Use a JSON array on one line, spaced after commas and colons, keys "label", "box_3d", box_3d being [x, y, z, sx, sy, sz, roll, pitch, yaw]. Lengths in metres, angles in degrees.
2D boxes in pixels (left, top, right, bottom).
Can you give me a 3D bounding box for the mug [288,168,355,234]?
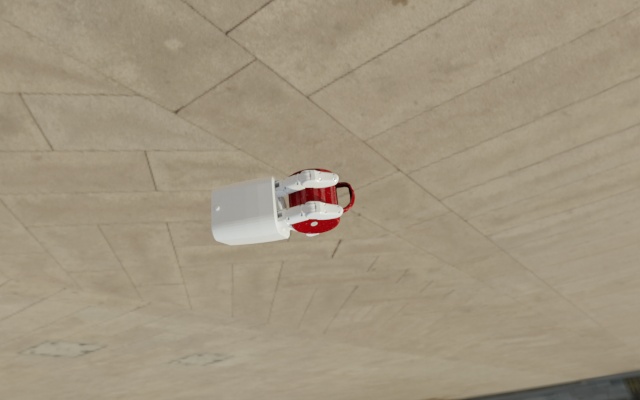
[{"label": "mug", "box_3d": [0.002, 0.003, 0.798, 0.117, 0.081, 0.093, -10, -27, 6]}]
